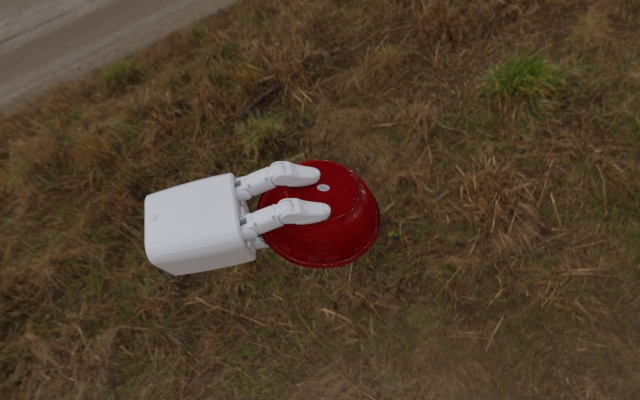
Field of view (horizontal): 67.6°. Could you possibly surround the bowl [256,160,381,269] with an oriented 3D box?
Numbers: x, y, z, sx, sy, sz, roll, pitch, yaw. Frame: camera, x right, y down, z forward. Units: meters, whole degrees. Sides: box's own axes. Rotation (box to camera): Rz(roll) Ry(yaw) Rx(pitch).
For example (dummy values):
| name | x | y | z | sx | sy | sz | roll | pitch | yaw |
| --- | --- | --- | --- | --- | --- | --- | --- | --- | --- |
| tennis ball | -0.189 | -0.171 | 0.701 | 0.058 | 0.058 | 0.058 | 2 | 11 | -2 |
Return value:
| name | x | y | z | sx | sy | sz | roll | pitch | yaw |
| --- | --- | --- | --- | --- | --- | --- | --- | --- | --- |
| bowl | 0.001 | 0.001 | 0.596 | 0.162 | 0.162 | 0.055 | 0 | -37 | -6 |
